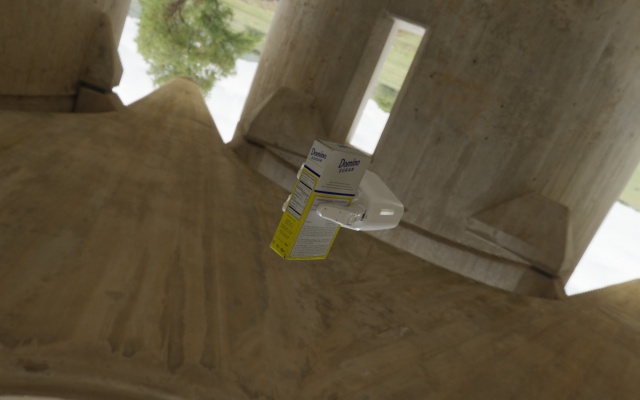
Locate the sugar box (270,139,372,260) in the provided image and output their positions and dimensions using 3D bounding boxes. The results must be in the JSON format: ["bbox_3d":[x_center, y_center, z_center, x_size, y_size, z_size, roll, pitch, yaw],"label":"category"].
[{"bbox_3d":[0.000,0.002,0.700,0.048,0.176,0.093,34,18,38],"label":"sugar box"}]
